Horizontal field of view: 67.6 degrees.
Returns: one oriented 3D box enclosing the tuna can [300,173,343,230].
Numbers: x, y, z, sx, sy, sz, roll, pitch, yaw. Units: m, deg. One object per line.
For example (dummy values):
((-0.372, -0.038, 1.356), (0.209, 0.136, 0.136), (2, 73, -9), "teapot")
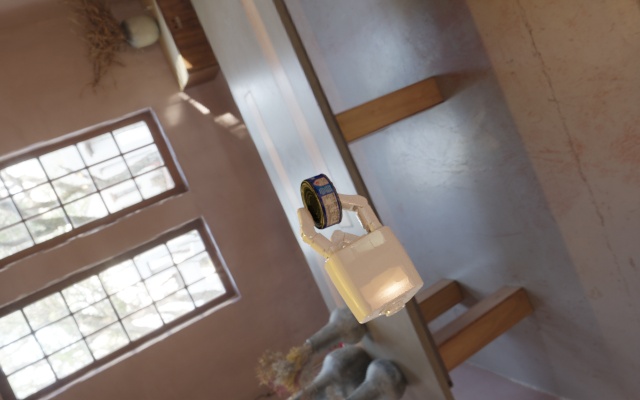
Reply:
((0.000, 0.003, 0.756), (0.034, 0.086, 0.086), (-20, 7, -19), "tuna can")
